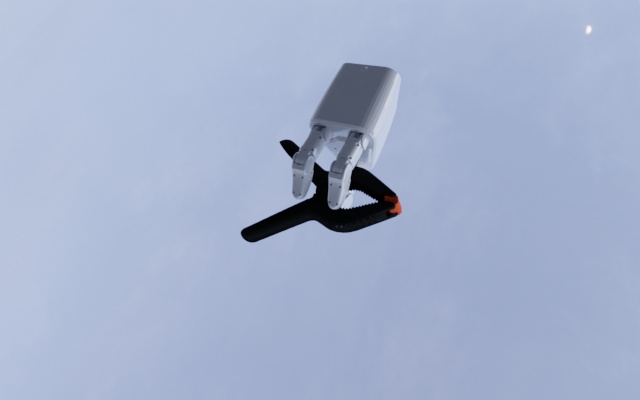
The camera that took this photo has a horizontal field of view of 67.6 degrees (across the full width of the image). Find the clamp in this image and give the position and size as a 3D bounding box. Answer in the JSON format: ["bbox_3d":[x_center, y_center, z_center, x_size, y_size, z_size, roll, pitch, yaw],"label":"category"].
[{"bbox_3d":[0.001,0.002,0.631,0.210,0.164,0.036,15,-23,28],"label":"clamp"}]
